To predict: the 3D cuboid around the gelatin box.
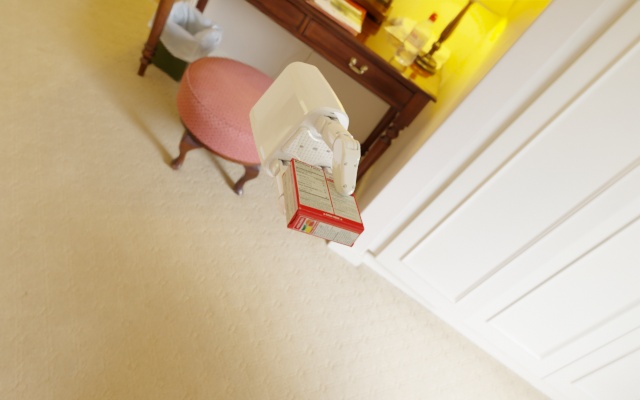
[{"bbox_3d":[0.000,0.001,0.491,0.073,0.030,0.089,19,32,-22],"label":"gelatin box"}]
